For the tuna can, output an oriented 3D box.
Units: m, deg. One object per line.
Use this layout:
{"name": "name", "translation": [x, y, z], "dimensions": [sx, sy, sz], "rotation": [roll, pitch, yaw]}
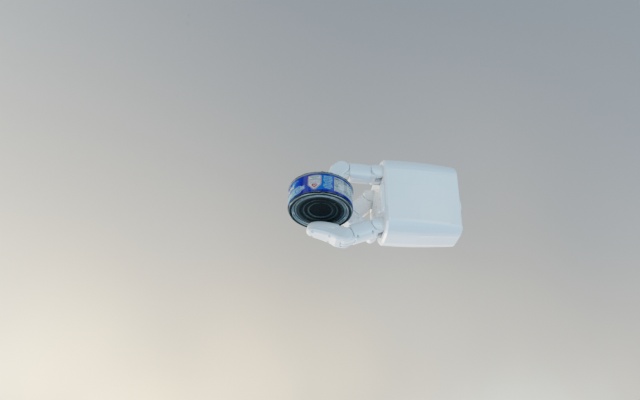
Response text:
{"name": "tuna can", "translation": [0.000, 0.002, 0.619], "dimensions": [0.086, 0.033, 0.086], "rotation": [1, -36, 1]}
